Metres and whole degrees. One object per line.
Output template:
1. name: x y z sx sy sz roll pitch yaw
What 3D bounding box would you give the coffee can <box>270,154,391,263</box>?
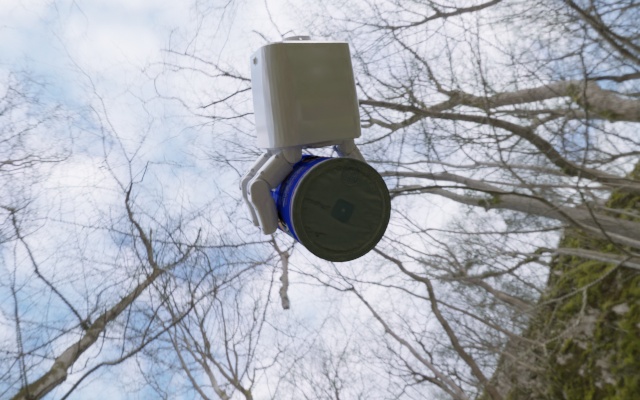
1. coffee can: 0.000 0.002 0.522 0.103 0.103 0.140 0 7 -19
